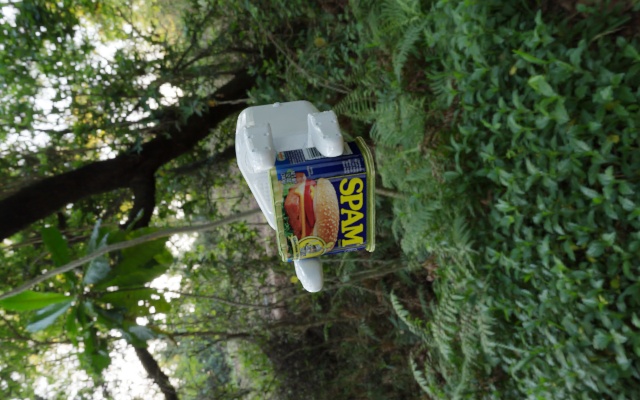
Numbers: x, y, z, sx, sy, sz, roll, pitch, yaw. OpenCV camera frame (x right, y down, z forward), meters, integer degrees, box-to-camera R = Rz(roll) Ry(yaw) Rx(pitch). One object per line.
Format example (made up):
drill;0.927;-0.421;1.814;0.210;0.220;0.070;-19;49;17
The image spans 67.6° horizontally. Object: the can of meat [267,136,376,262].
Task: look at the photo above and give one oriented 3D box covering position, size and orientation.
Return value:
can of meat;0.000;0.002;0.417;0.084;0.102;0.057;-9;33;-7
